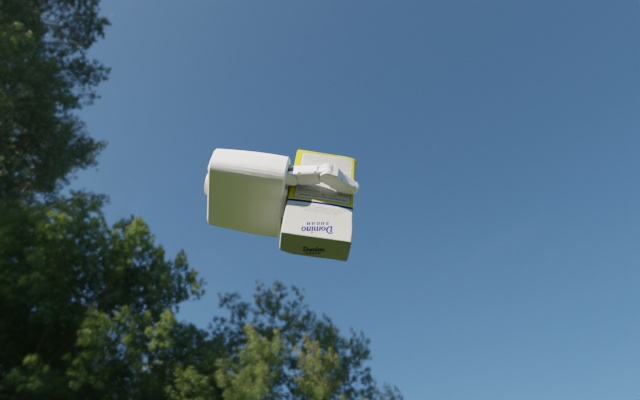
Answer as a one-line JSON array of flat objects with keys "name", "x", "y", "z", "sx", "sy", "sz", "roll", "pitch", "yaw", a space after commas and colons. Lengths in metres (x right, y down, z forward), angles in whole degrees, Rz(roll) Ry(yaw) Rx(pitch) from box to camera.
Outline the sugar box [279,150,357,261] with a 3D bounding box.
[{"name": "sugar box", "x": 0.000, "y": 0.003, "z": 0.675, "sx": 0.093, "sy": 0.176, "sz": 0.048, "roll": 9, "pitch": -45, "yaw": 0}]
